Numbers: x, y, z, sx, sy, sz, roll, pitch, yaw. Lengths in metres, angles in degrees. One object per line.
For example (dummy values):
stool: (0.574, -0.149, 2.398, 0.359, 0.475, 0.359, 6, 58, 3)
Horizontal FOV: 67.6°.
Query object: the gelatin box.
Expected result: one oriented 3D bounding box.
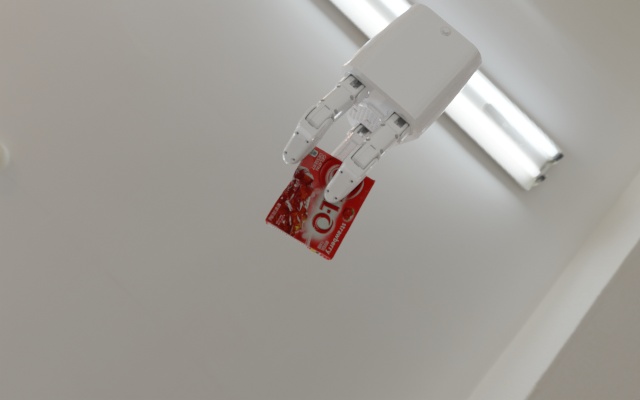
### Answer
gelatin box: (0.000, 0.002, 0.461, 0.073, 0.089, 0.030, 31, -10, 0)
